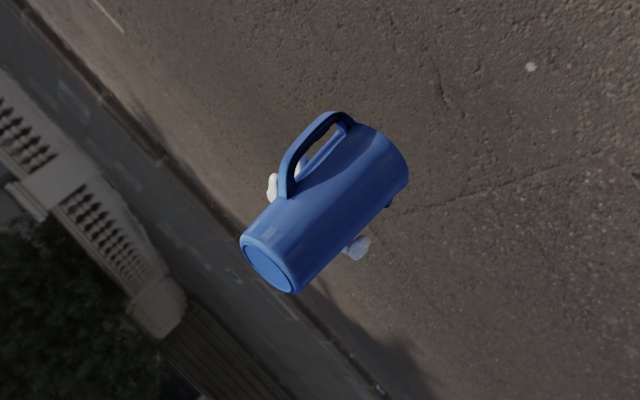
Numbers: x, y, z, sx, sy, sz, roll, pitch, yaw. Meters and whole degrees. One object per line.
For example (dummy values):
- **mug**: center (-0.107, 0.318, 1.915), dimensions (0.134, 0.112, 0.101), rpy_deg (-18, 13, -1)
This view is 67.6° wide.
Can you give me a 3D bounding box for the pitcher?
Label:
- **pitcher**: center (0.000, 0.002, 0.669), dimensions (0.149, 0.242, 0.145), rpy_deg (40, -26, 10)
